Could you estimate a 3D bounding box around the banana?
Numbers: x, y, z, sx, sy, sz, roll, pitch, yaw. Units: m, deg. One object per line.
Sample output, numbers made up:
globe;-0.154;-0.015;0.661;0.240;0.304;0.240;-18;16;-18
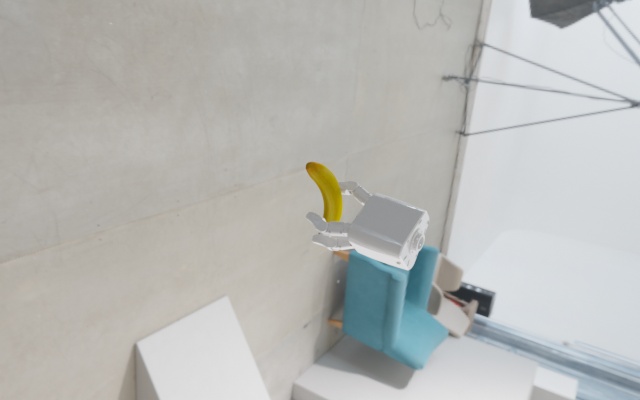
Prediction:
banana;0.012;-0.005;0.910;0.037;0.198;0.069;24;50;31
